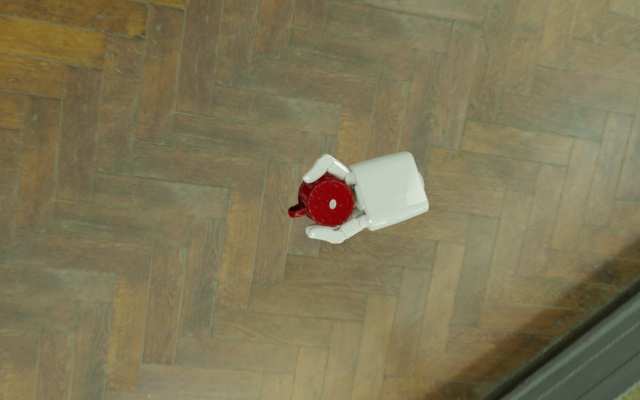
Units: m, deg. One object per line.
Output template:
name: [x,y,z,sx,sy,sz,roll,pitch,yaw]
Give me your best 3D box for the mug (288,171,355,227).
mug: [-0.001,0.003,0.817,0.117,0.093,0.081,-18,11,-6]
